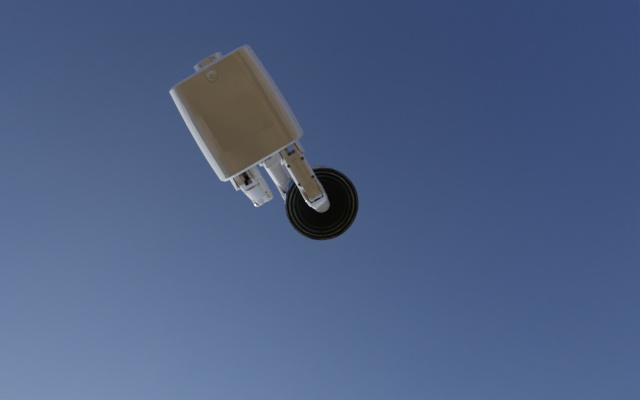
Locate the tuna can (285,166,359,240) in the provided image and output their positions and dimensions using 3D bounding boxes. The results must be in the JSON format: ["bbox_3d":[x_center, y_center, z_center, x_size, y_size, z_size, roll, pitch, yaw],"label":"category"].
[{"bbox_3d":[0.000,0.002,0.567,0.086,0.086,0.033,0,10,-7],"label":"tuna can"}]
